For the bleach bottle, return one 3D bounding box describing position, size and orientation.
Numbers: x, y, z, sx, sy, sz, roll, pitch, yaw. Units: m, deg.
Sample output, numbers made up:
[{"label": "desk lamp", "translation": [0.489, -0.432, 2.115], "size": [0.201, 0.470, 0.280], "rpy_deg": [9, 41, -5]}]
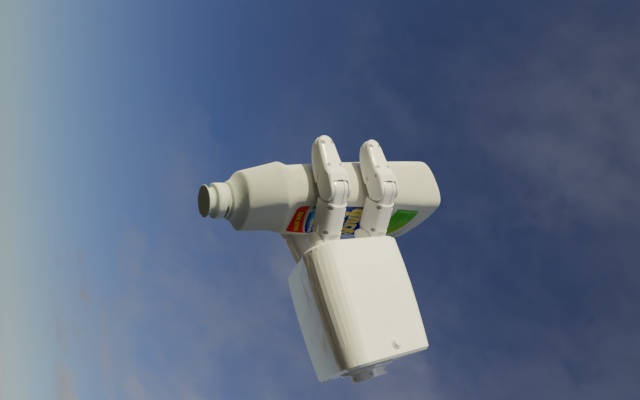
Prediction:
[{"label": "bleach bottle", "translation": [0.000, 0.001, 0.479], "size": [0.251, 0.068, 0.103], "rpy_deg": [-2, -26, -35]}]
